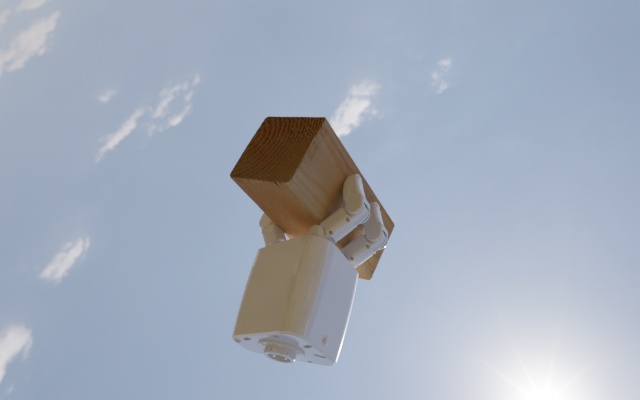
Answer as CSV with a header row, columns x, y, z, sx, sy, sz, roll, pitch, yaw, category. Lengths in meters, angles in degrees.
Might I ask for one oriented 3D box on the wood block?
x,y,z,sx,sy,sz,roll,pitch,yaw,category
0.000,0.002,0.573,0.091,0.090,0.206,8,-30,37,wood block
